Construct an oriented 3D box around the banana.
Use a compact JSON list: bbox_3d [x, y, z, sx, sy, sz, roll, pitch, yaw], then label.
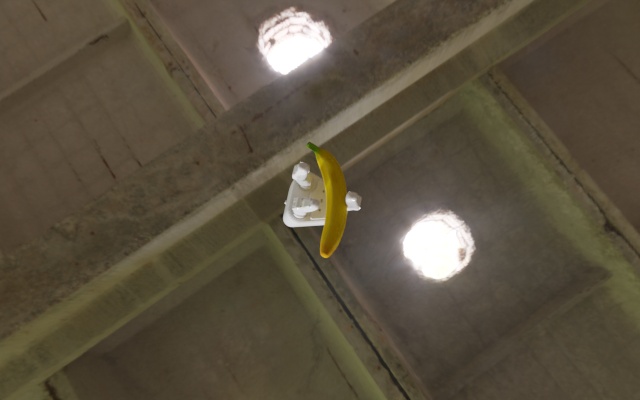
[{"bbox_3d":[0.016,-0.003,0.826,0.069,0.198,0.037,-7,-4,-26],"label":"banana"}]
